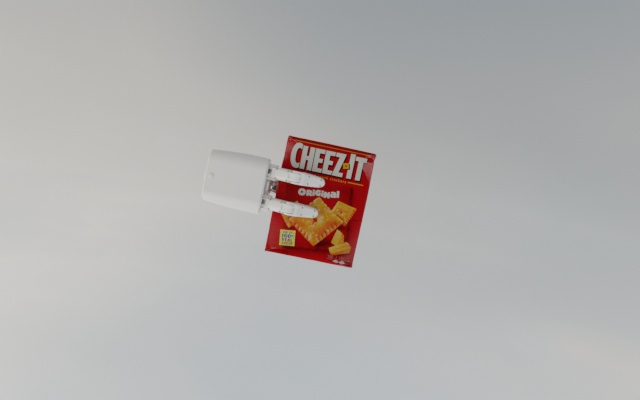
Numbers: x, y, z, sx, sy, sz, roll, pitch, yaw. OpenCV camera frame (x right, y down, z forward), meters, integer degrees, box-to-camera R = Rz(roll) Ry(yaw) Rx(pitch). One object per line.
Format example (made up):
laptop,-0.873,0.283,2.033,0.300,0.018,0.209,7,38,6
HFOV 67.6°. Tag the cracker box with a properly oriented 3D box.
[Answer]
cracker box,0.000,0.003,0.875,0.164,0.214,0.072,12,4,1
